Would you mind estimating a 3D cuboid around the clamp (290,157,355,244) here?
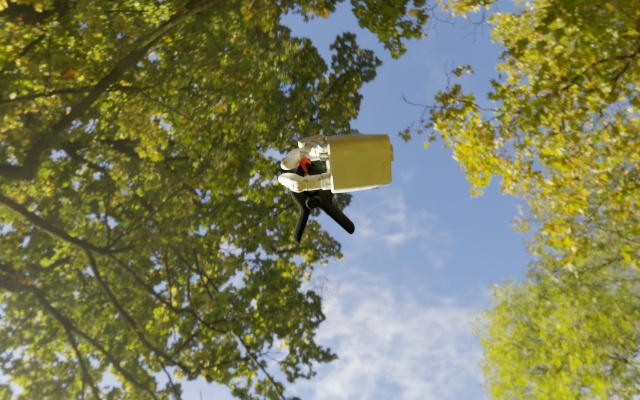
[{"bbox_3d":[0.000,0.003,0.888,0.120,0.171,0.039,-6,27,1],"label":"clamp"}]
